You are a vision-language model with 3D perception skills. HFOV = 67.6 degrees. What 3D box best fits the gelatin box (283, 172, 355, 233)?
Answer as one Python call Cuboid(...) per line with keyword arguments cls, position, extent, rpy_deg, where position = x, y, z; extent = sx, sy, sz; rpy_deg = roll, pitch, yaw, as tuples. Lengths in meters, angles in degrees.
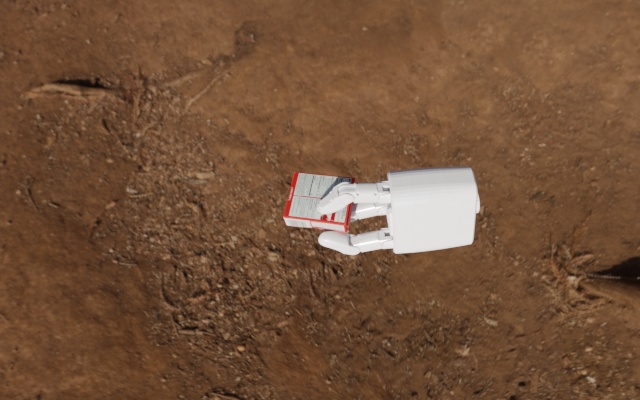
Cuboid(cls="gelatin box", position=(0.000, 0.002, 0.658), extent=(0.089, 0.073, 0.030), rpy_deg=(7, -27, 10))
